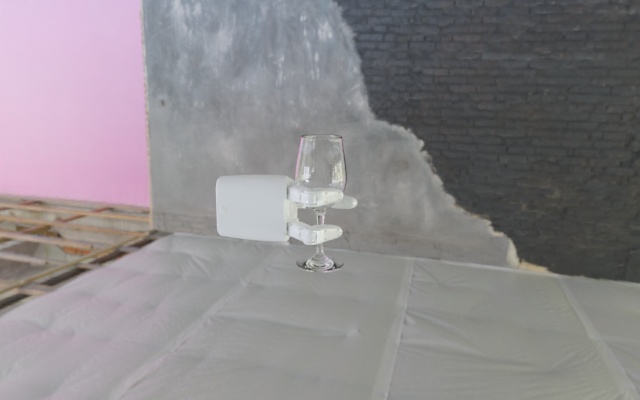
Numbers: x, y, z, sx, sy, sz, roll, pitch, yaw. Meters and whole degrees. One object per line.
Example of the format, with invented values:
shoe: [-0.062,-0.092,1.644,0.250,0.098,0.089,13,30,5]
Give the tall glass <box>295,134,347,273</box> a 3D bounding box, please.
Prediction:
tall glass: [0.000,0.003,0.726,0.079,0.201,0.079,1,13,0]
